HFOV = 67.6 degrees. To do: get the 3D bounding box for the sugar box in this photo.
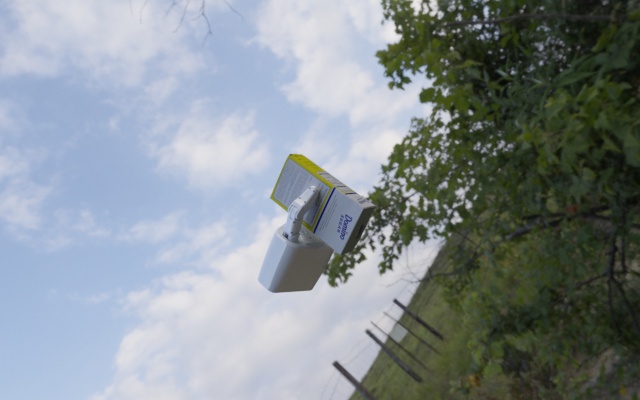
[{"bbox_3d":[0.000,0.003,0.802,0.176,0.093,0.048,37,25,26],"label":"sugar box"}]
